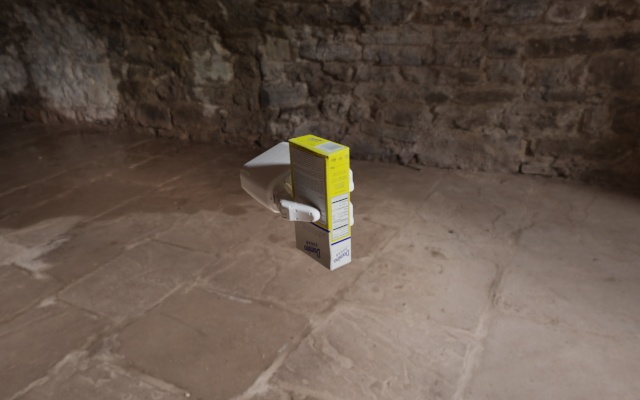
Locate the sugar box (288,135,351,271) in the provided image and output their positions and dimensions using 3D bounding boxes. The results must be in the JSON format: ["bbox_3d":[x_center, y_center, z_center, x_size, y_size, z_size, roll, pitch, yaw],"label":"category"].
[{"bbox_3d":[0.000,0.002,0.688,0.048,0.176,0.093,-21,30,-31],"label":"sugar box"}]
